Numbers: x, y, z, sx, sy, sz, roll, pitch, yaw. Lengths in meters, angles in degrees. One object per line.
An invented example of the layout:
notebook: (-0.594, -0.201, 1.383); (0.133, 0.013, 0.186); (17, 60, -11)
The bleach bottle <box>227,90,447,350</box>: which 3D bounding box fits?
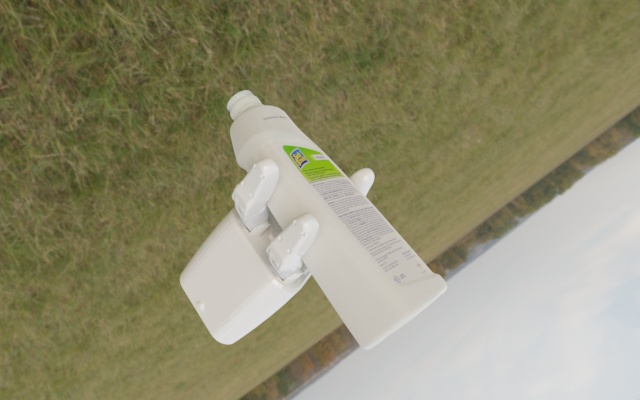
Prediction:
bleach bottle: (0.000, 0.001, 0.426); (0.068, 0.250, 0.102); (-45, -18, 27)
